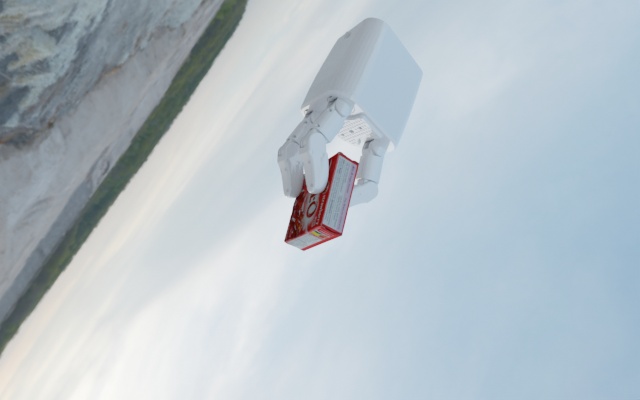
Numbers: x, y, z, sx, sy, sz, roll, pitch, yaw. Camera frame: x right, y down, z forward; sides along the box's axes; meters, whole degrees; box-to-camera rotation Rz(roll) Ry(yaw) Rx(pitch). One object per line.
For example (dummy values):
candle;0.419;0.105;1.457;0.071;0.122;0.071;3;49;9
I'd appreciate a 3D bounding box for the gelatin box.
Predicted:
gelatin box;0.000;0.002;0.501;0.030;0.089;0.073;27;-30;-24
